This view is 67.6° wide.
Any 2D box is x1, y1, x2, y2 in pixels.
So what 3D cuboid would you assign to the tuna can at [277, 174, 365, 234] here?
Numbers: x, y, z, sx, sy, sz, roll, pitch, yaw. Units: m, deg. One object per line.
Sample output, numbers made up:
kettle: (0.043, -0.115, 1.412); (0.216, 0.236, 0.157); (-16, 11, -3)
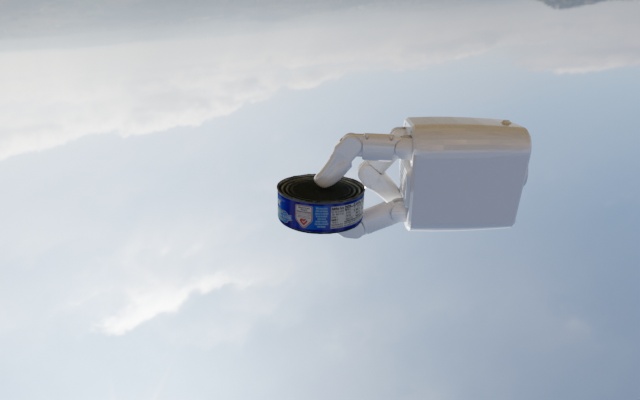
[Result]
tuna can: (0.000, 0.002, 0.467); (0.086, 0.034, 0.086); (1, 20, 0)
